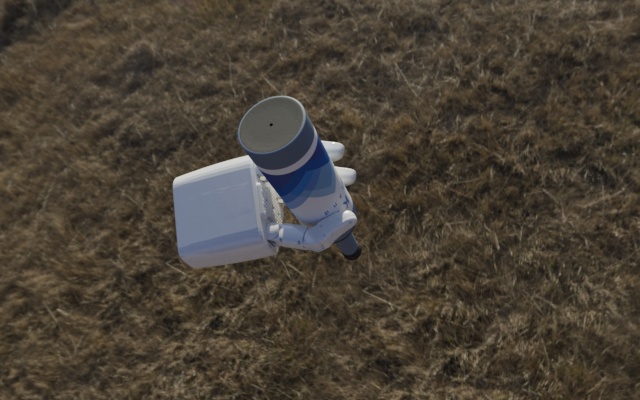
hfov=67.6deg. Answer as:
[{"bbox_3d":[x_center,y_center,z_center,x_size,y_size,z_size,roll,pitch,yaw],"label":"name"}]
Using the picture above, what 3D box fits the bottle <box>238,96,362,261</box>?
[{"bbox_3d":[0.000,0.002,0.549,0.069,0.069,0.296,0,-28,20],"label":"bottle"}]
